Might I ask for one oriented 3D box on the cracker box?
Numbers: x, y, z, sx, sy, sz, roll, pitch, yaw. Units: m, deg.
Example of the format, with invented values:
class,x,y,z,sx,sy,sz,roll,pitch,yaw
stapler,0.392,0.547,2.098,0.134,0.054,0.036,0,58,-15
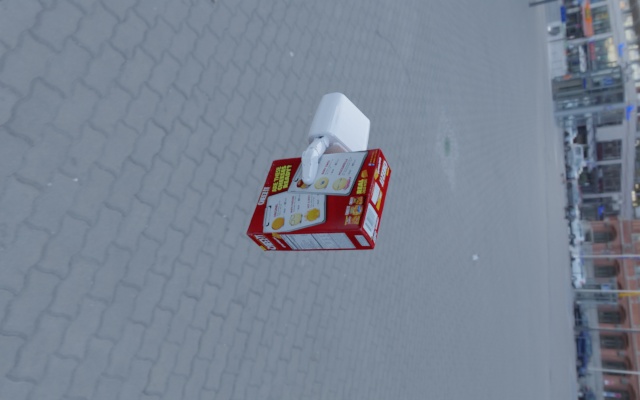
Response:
class,x,y,z,sx,sy,sz,roll,pitch,yaw
cracker box,0.000,0.003,0.812,0.214,0.164,0.072,-4,-38,29
